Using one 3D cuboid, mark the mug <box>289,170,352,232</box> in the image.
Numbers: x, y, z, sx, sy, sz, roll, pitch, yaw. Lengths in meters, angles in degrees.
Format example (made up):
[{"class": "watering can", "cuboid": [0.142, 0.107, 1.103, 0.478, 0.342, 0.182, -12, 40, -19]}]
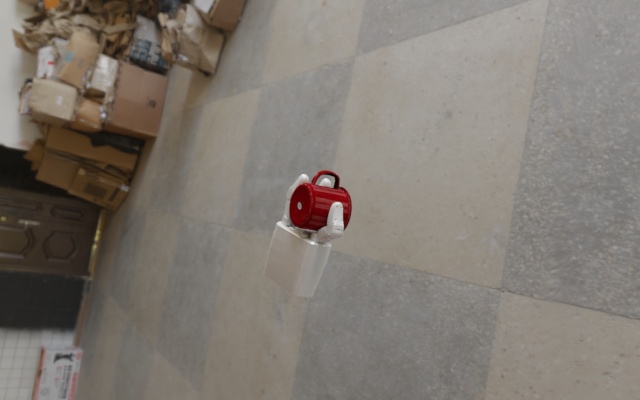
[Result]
[{"class": "mug", "cuboid": [0.000, 0.001, 0.858, 0.081, 0.117, 0.093, 11, 10, -33]}]
